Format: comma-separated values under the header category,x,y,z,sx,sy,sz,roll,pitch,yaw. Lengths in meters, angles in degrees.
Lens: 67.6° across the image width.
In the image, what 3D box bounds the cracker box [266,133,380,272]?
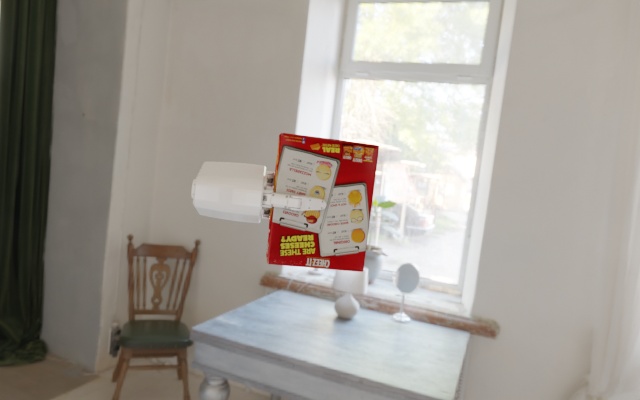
category,x,y,z,sx,sy,sz,roll,pitch,yaw
cracker box,0.000,0.002,0.804,0.164,0.214,0.072,6,5,-8
